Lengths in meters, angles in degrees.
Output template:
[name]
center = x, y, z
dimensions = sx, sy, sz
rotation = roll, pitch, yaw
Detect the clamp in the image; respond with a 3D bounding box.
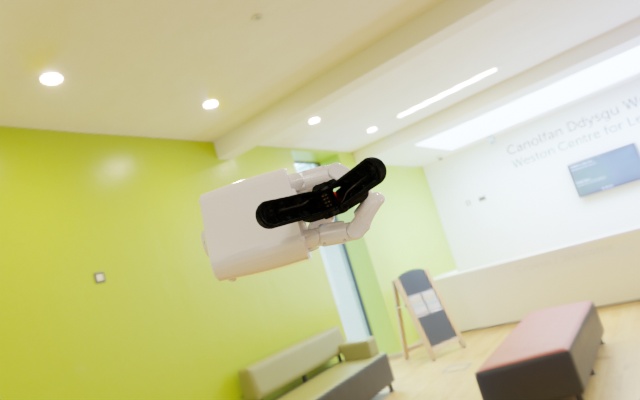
[clamp]
center = 0.000, 0.001, 0.478
dimensions = 0.120, 0.039, 0.171
rotation = -16, -9, -2
